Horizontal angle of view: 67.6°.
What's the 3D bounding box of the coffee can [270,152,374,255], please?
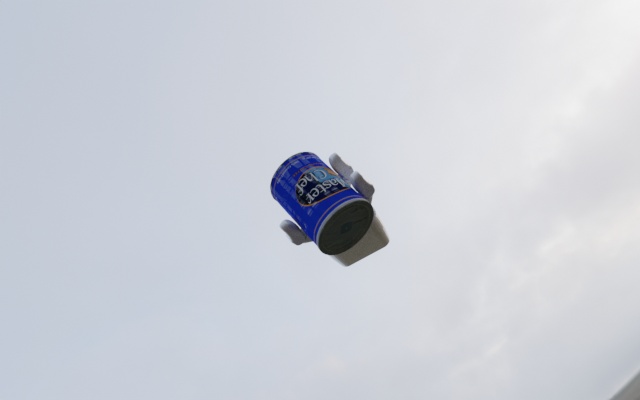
[{"bbox_3d":[0.000,0.002,0.747,0.103,0.103,0.140,0,35,-43],"label":"coffee can"}]
